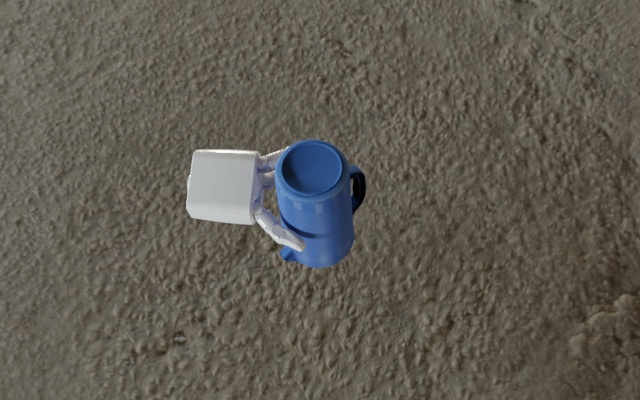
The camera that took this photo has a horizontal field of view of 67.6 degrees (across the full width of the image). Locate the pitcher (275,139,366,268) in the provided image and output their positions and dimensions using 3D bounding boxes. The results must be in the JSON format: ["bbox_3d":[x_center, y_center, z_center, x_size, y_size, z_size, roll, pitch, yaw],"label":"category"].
[{"bbox_3d":[0.000,0.003,0.785,0.145,0.149,0.243,6,-27,5],"label":"pitcher"}]
